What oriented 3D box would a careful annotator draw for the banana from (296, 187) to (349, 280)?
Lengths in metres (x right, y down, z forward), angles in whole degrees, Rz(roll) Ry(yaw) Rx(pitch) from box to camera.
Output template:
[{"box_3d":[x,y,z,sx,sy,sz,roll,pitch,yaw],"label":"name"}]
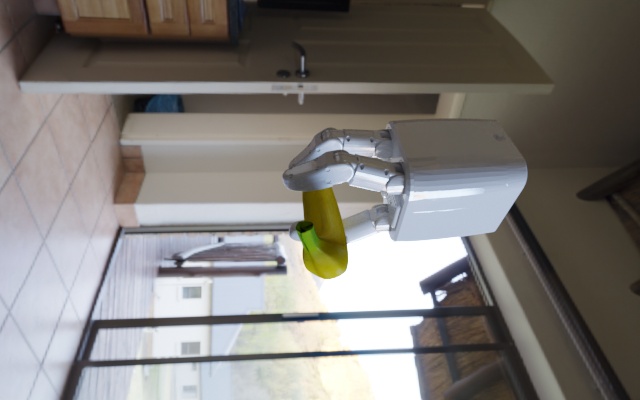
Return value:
[{"box_3d":[0.002,0.020,0.420,0.037,0.070,0.197,-7,16,0],"label":"banana"}]
